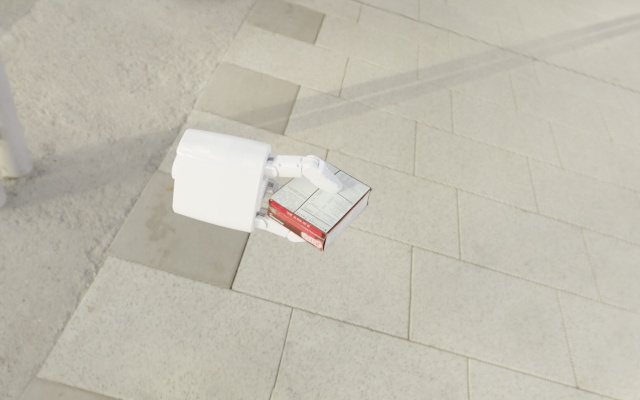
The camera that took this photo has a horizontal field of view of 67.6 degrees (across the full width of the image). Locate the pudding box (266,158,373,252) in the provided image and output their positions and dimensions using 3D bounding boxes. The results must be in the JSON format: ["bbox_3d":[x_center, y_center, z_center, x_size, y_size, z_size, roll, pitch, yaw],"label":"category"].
[{"bbox_3d":[0.000,0.002,0.613,0.090,0.039,0.113,32,50,18],"label":"pudding box"}]
